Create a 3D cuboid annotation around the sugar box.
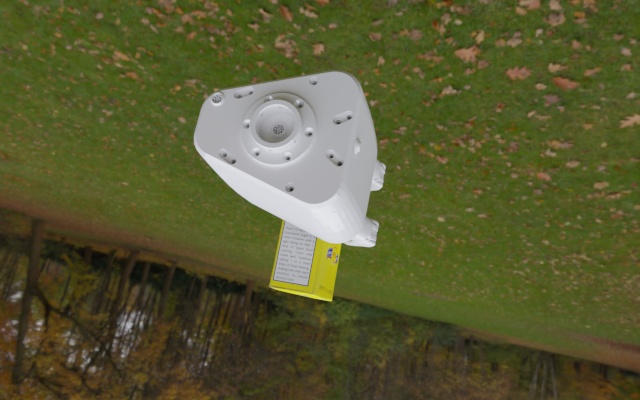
[{"bbox_3d":[0.001,0.002,0.450,0.048,0.176,0.093,10,-12,13],"label":"sugar box"}]
